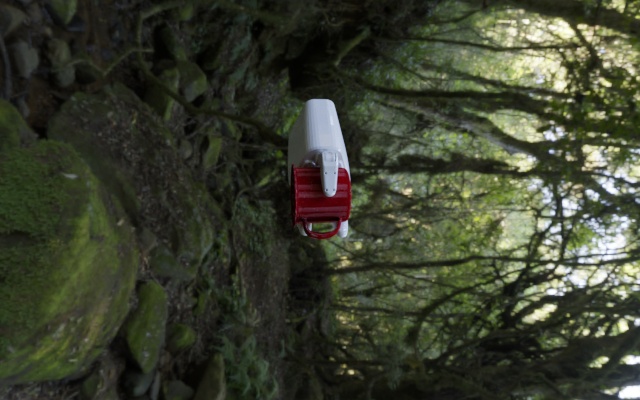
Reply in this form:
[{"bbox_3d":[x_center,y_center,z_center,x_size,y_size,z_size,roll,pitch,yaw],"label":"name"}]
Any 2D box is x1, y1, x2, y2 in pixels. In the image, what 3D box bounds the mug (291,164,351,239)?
[{"bbox_3d":[0.000,0.003,0.698,0.081,0.117,0.093,-1,-33,-7],"label":"mug"}]
